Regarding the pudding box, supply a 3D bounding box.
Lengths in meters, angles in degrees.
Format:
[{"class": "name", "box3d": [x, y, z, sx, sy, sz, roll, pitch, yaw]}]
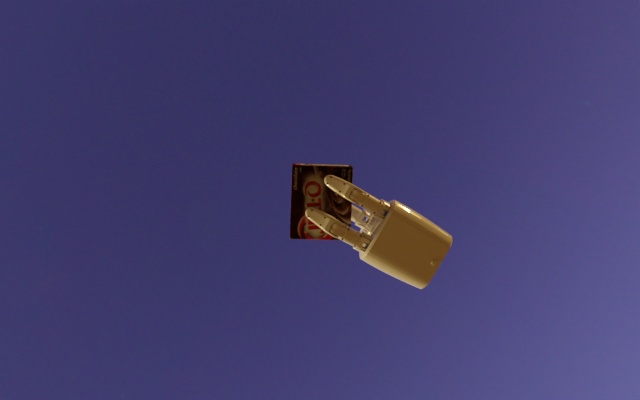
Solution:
[{"class": "pudding box", "box3d": [0.000, 0.002, 0.711, 0.090, 0.113, 0.039, 1, 5, -4]}]
